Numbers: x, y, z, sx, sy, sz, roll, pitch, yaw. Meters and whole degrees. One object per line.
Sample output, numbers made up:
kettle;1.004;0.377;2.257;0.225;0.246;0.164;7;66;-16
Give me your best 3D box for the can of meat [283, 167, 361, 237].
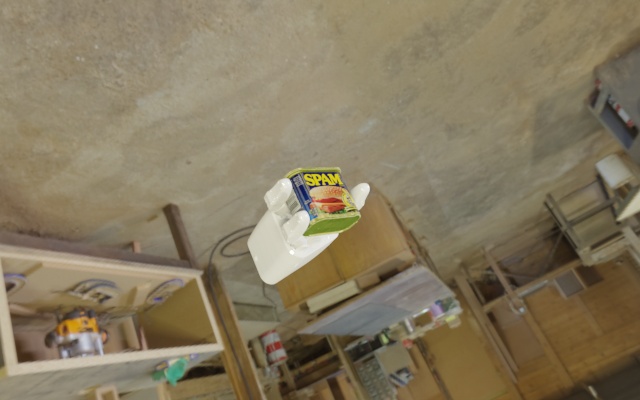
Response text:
can of meat;0.000;0.002;0.689;0.102;0.084;0.057;-4;-31;-42
